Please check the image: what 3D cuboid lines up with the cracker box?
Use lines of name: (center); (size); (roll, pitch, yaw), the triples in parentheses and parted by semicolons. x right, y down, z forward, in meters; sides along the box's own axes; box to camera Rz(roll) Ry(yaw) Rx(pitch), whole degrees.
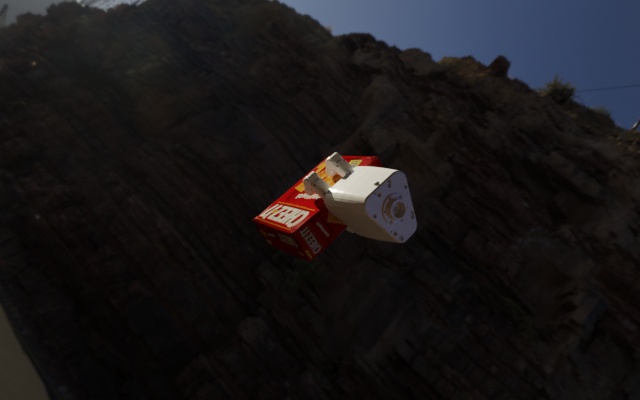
cracker box: (0.000, 0.003, 0.879); (0.213, 0.072, 0.164); (-41, 25, -21)
